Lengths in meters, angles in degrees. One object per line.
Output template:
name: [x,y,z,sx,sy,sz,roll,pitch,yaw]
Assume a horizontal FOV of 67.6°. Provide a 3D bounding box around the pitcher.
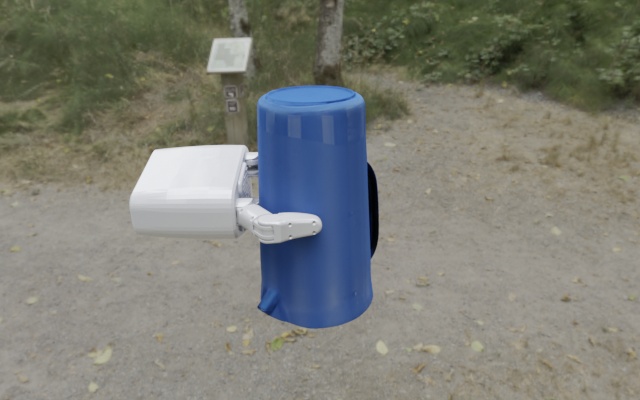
pitcher: [0.000,0.002,0.528,0.145,0.243,0.149,-1,23,1]
